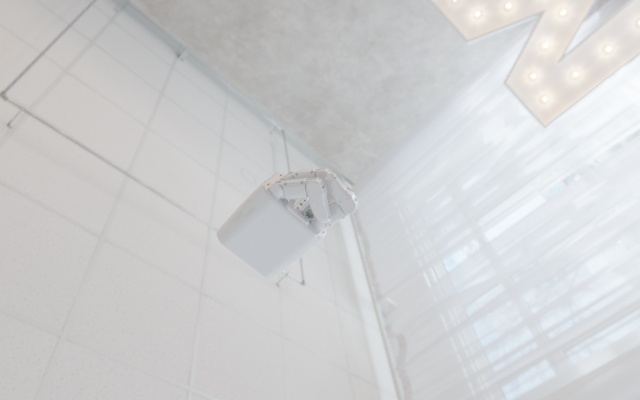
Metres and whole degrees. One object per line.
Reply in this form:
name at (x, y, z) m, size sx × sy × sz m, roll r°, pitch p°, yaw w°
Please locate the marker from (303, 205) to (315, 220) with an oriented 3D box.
marker at (0.000, 0.002, 0.688) m, size 0.020 × 0.020 × 0.121 m, roll 0°, pitch 15°, yaw 14°
